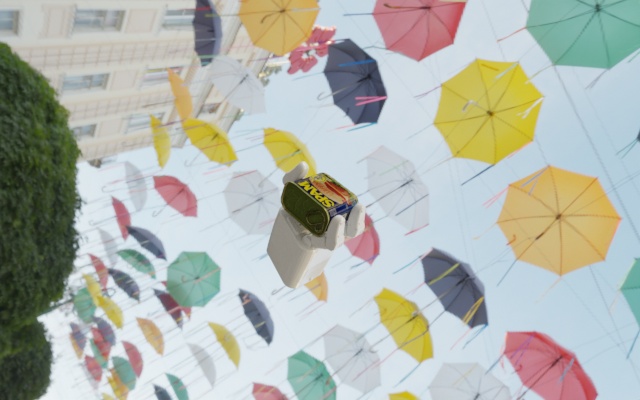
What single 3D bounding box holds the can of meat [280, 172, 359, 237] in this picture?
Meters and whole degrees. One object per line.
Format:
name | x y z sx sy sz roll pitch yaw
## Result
can of meat | 0.000 0.002 0.787 0.102 0.057 0.084 39 39 26
